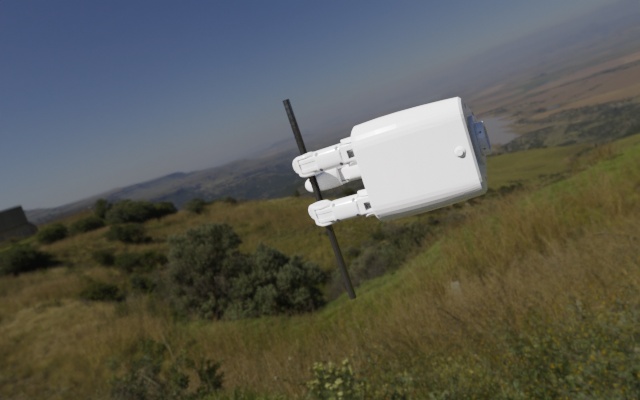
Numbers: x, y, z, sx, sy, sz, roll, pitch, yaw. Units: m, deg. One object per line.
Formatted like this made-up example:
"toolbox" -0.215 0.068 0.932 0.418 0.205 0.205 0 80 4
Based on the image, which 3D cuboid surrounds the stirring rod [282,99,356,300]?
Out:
"stirring rod" 0.000 0.002 0.544 0.011 0.239 0.011 -18 8 3
